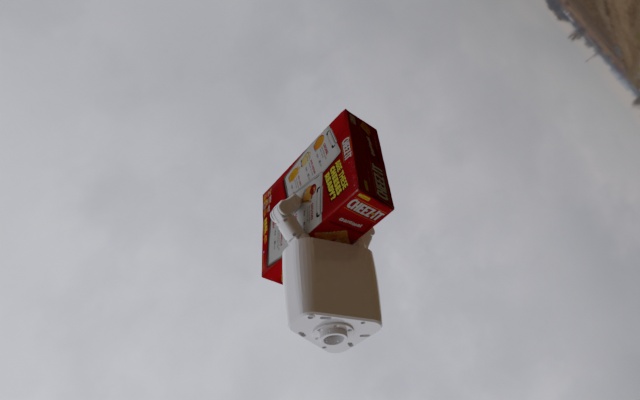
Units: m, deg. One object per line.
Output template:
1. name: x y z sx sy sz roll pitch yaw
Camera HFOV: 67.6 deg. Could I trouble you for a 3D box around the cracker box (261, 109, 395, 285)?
1. cracker box: 0.000 0.002 0.682 0.072 0.164 0.214 26 -51 -29
